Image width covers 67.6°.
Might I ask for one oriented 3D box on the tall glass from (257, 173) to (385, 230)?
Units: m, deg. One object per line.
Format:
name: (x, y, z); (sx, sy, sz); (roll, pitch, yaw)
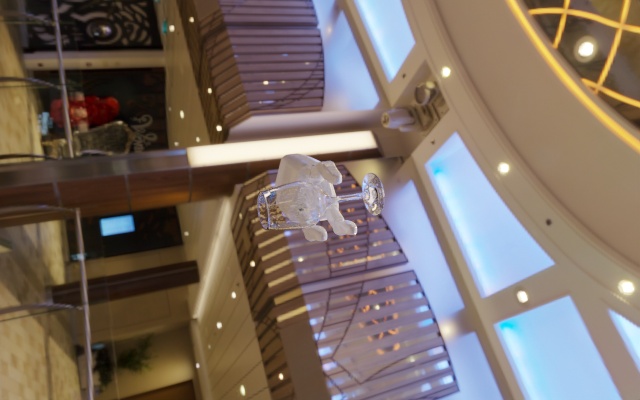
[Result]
tall glass: (0.001, 0.002, 0.785); (0.201, 0.079, 0.079); (-9, 3, -23)
